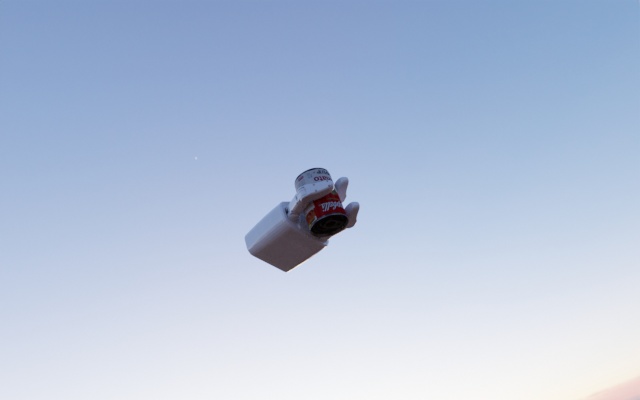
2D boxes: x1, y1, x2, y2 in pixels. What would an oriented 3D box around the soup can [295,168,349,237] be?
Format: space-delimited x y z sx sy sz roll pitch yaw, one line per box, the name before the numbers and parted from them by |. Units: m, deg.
soup can | 0.000 0.002 0.820 0.068 0.102 0.069 -14 -33 -9
